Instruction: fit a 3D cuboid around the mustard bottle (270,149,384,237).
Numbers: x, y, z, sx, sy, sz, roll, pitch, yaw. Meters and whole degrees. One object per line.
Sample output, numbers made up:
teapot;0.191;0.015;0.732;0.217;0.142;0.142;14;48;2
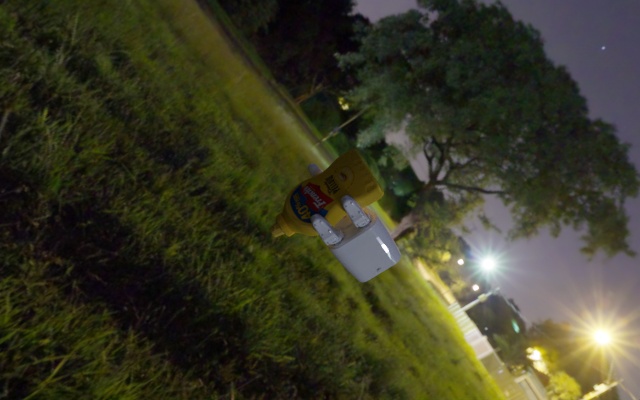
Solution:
mustard bottle;0.000;0.002;0.778;0.191;0.096;0.058;-33;-32;8
